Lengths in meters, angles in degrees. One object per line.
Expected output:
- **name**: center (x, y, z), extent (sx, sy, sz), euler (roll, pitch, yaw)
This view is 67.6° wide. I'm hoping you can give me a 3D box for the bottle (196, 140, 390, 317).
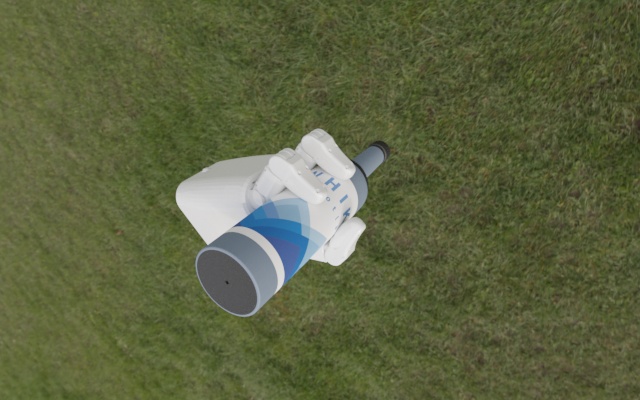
- **bottle**: center (0.000, 0.002, 0.489), extent (0.069, 0.069, 0.295), euler (0, 26, 35)
